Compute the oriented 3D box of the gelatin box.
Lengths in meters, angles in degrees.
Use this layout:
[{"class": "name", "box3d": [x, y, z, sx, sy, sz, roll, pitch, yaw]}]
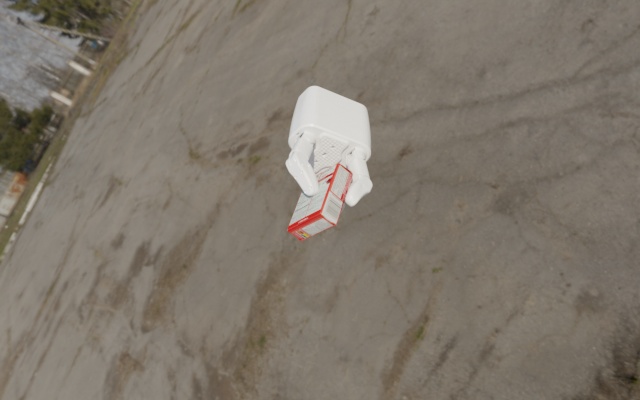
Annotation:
[{"class": "gelatin box", "box3d": [0.000, 0.002, 0.621, 0.030, 0.089, 0.073, 37, -39, -22]}]
